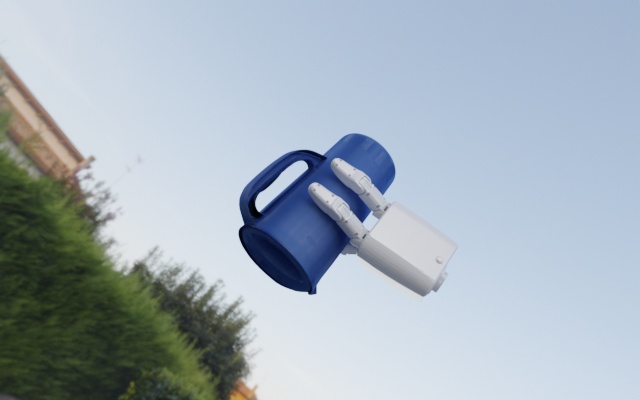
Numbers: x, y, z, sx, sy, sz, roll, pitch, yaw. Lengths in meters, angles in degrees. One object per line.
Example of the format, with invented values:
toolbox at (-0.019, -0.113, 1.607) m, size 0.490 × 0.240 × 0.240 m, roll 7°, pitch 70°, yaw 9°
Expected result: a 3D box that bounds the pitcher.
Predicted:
pitcher at (0.000, 0.002, 0.699) m, size 0.145 × 0.242 × 0.149 m, roll 33°, pitch -29°, yaw 17°
